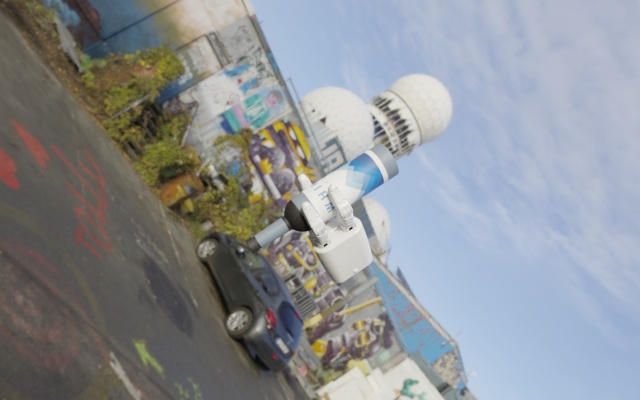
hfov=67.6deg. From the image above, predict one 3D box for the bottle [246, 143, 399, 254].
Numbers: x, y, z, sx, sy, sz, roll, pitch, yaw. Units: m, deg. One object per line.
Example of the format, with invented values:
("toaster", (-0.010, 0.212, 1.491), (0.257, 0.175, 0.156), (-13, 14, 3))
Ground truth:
("bottle", (0.000, 0.003, 0.845), (0.295, 0.069, 0.069), (-33, 5, -9))
